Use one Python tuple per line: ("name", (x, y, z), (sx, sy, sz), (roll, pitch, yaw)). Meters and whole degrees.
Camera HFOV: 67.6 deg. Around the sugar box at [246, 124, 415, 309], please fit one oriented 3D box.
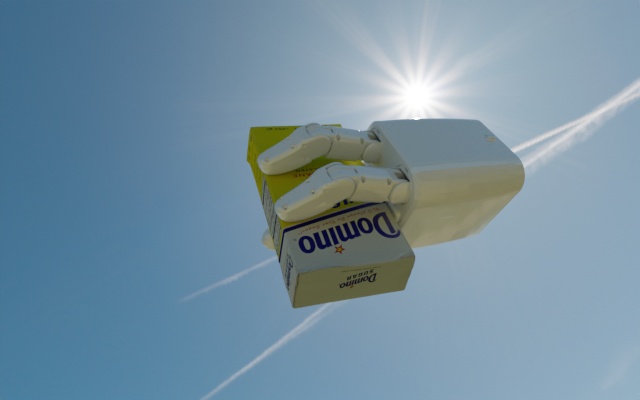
("sugar box", (0.000, 0.001, 0.400), (0.093, 0.048, 0.176), (-6, 41, -19))
